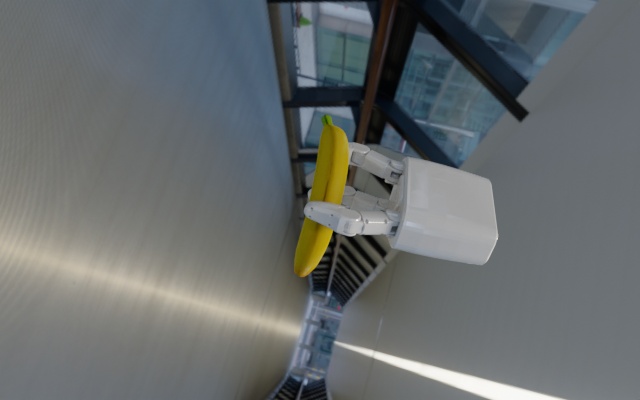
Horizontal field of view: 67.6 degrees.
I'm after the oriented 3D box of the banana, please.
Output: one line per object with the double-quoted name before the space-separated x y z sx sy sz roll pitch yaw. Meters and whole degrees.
"banana" 0.003 0.001 0.549 0.037 0.198 0.069 11 5 -7
